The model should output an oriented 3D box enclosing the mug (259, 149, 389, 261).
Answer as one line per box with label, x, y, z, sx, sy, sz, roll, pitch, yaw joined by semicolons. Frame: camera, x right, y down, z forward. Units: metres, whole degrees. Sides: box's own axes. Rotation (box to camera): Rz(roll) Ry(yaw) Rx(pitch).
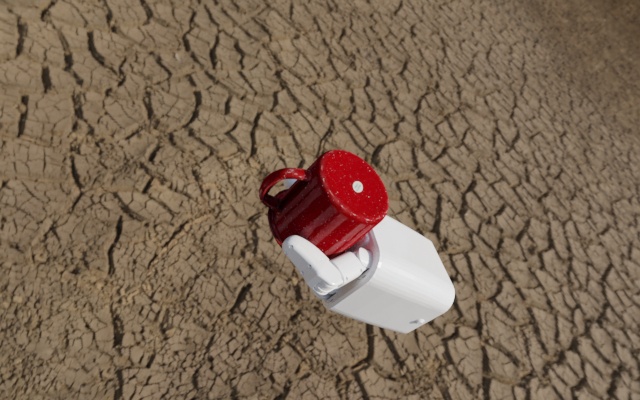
mug;-0.001;0.001;0.447;0.117;0.093;0.081;24;-46;-25
